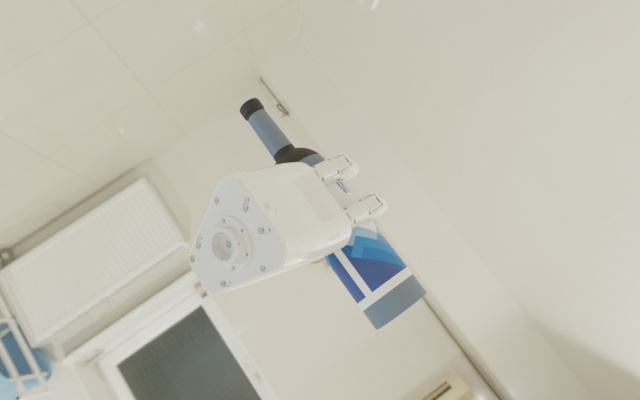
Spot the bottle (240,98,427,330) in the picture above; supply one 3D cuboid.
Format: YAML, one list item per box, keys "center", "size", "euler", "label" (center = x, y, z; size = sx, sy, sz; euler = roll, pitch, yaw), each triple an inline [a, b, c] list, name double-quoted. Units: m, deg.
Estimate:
- center: [0.000, 0.002, 0.536]
  size: [0.069, 0.295, 0.069]
  euler: [-34, -13, -9]
  label: "bottle"
